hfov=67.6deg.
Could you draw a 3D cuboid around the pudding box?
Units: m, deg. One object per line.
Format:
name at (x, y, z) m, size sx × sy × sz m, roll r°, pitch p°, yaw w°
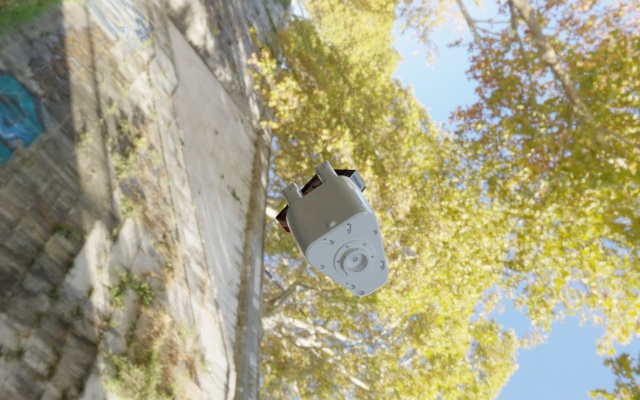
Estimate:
pudding box at (0.000, 0.002, 0.696) m, size 0.113 × 0.039 × 0.090 m, roll -46°, pitch 29°, yaw -23°
